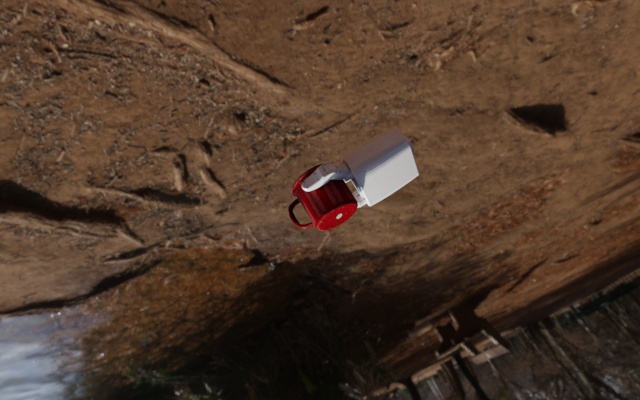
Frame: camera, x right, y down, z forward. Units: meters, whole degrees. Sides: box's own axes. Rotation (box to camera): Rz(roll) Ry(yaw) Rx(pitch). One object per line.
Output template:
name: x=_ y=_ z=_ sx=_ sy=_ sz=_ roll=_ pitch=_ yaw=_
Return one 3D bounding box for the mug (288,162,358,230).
mug: x=-0.001 y=0.004 z=0.804 sx=0.117 sy=0.081 sz=0.093 roll=-32 pitch=-23 yaw=3
